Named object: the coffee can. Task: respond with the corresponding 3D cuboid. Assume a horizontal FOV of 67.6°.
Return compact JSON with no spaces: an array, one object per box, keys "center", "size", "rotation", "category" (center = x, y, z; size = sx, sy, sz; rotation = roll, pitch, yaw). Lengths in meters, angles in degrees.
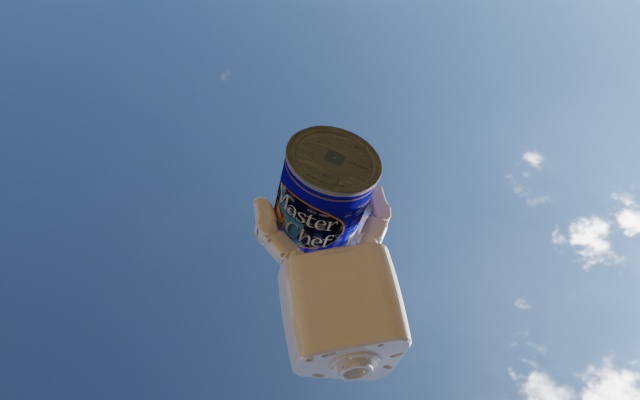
[{"center":[0.000,0.002,0.542],"size":[0.103,0.102,0.140],"rotation":[0,-42,-17],"category":"coffee can"}]
